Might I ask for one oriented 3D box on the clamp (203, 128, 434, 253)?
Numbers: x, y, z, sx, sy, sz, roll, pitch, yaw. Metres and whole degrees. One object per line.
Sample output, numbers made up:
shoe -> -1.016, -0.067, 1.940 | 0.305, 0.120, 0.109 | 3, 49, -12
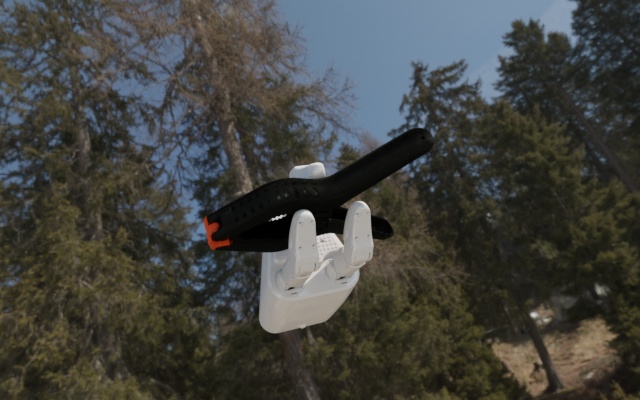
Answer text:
clamp -> -0.001, 0.001, 0.444 | 0.210, 0.036, 0.165 | -9, -35, -21
